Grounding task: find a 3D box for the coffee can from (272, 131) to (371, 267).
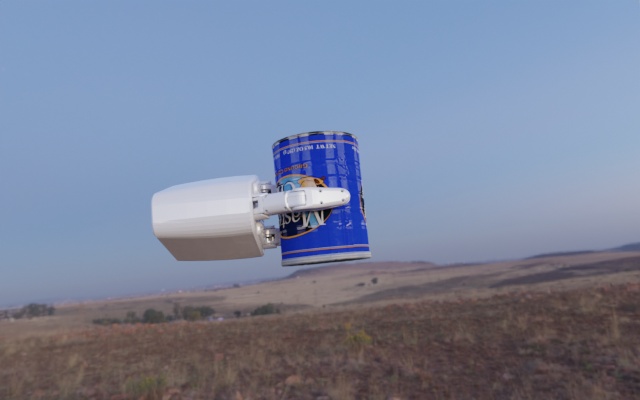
[{"bbox_3d":[0.000,0.002,0.554,0.103,0.140,0.103,-5,-9,-1],"label":"coffee can"}]
